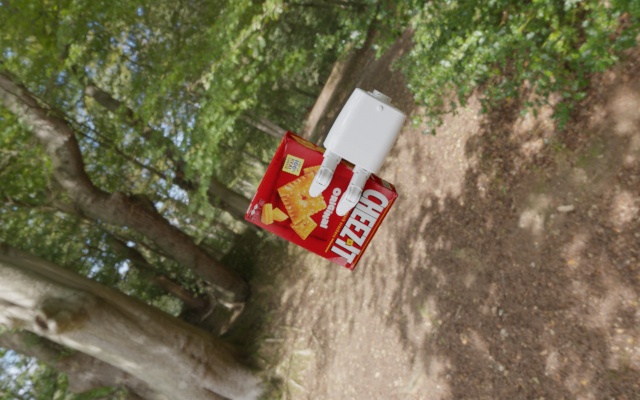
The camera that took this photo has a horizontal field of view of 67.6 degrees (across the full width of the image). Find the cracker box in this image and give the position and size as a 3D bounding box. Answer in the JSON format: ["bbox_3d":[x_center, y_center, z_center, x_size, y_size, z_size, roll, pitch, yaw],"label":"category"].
[{"bbox_3d":[0.000,0.003,0.825,0.214,0.164,0.072,27,16,-7],"label":"cracker box"}]
